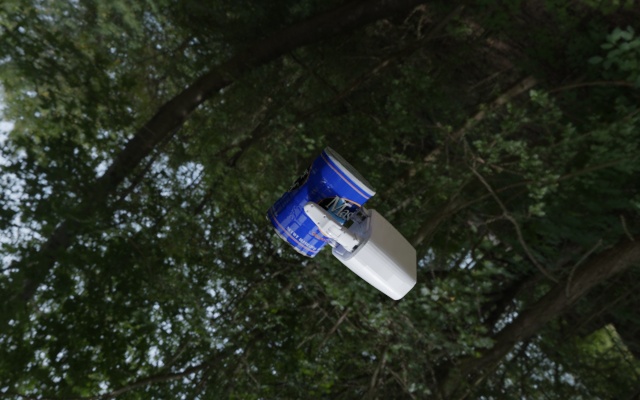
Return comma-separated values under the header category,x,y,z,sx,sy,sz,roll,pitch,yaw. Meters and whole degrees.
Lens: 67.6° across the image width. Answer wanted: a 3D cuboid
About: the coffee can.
category,x,y,z,sx,sy,sz,roll,pitch,yaw
coffee can,0.000,0.002,0.736,0.103,0.140,0.102,42,10,-9
